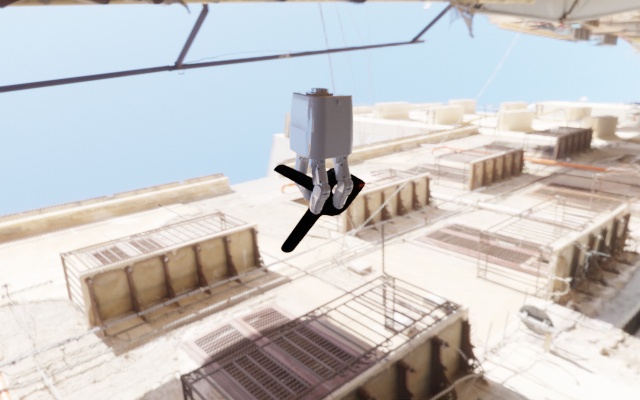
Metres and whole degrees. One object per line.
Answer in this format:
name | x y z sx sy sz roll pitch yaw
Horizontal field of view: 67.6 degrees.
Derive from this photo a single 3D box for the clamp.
clamp | 0.000 0.002 0.885 0.210 0.165 0.036 -12 24 -40
